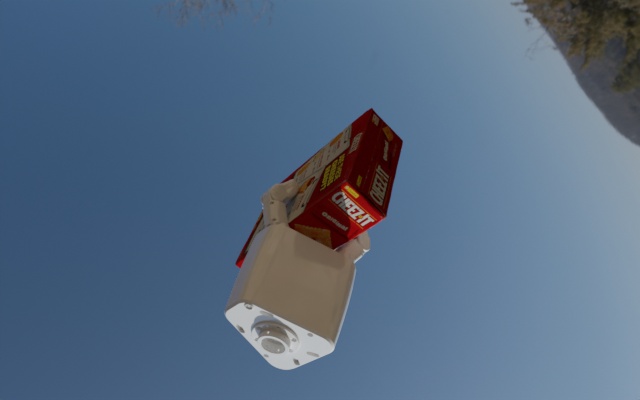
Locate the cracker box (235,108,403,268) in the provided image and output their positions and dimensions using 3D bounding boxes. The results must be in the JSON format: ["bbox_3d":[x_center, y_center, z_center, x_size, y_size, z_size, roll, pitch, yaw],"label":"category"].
[{"bbox_3d":[0.000,0.002,0.614,0.214,0.072,0.164,-36,21,36],"label":"cracker box"}]
